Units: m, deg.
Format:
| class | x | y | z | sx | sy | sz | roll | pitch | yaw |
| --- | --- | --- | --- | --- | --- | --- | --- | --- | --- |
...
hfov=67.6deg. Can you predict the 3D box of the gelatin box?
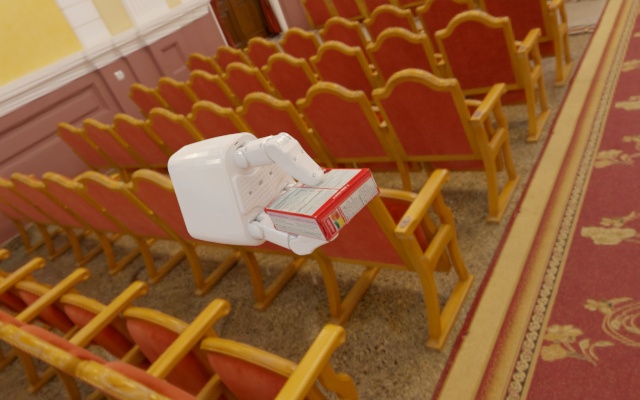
| class | x | y | z | sx | sy | sz | roll | pitch | yaw |
| --- | --- | --- | --- | --- | --- | --- | --- | --- | --- |
| gelatin box | 0.000 | 0.001 | 0.448 | 0.073 | 0.030 | 0.089 | -41 | 26 | -27 |
